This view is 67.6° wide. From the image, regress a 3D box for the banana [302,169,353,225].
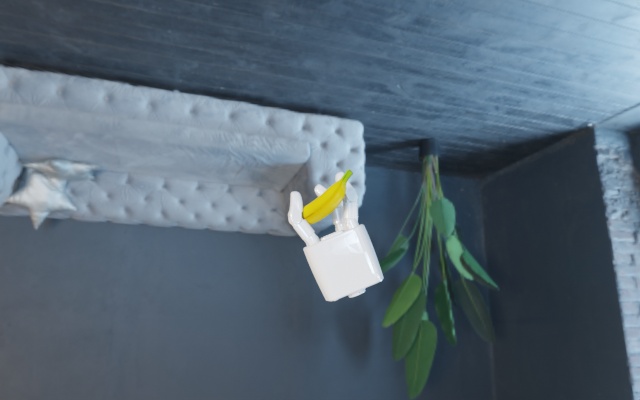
[{"bbox_3d":[-0.007,0.013,0.869,0.198,0.037,0.069,-34,14,49],"label":"banana"}]
